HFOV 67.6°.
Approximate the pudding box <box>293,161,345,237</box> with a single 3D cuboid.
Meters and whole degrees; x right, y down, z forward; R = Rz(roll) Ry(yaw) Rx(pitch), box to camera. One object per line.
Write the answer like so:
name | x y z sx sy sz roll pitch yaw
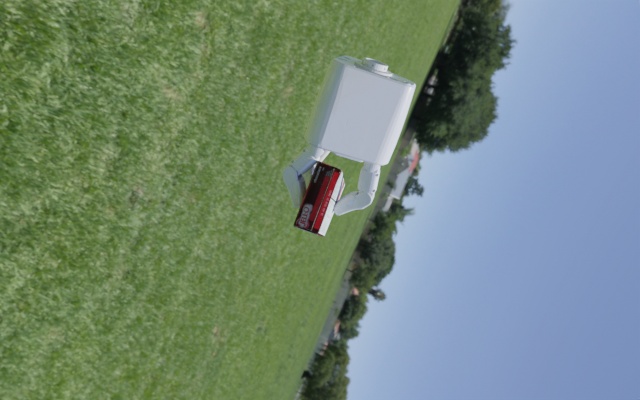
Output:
pudding box | 0.000 0.002 0.652 0.039 0.090 0.113 21 -4 8
